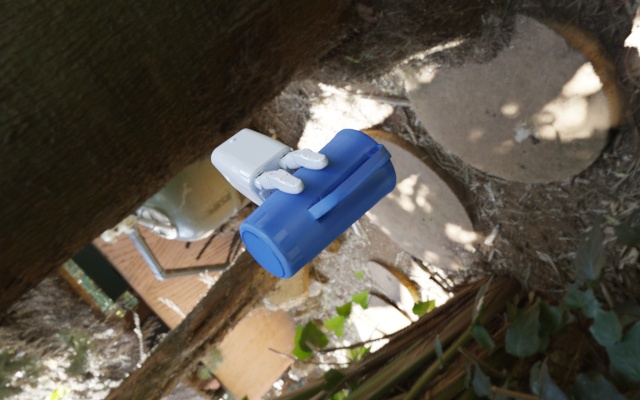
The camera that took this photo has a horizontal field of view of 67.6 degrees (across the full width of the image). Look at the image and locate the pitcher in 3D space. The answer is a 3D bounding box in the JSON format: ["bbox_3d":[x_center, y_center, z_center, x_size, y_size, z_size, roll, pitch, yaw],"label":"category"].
[{"bbox_3d":[0.000,0.002,0.734,0.145,0.149,0.242,30,59,33],"label":"pitcher"}]
